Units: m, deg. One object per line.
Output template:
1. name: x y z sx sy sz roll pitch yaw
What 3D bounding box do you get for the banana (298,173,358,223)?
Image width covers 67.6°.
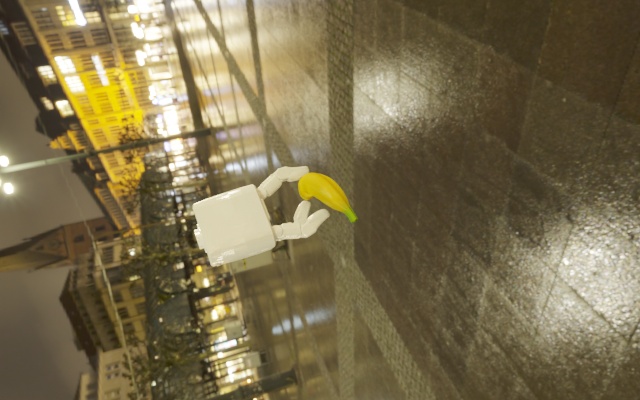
1. banana: -0.004 -0.014 0.779 0.037 0.070 0.197 -22 20 -16
